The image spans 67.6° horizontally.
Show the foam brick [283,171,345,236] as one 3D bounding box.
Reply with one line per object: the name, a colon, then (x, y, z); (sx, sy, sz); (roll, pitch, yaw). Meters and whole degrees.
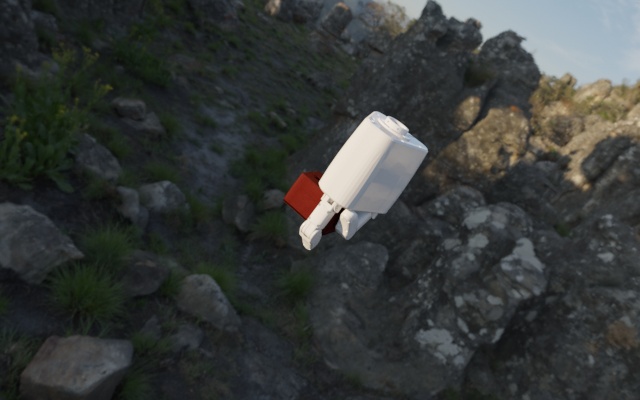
foam brick: (0.000, 0.002, 0.659); (0.078, 0.051, 0.053); (41, 22, 18)
